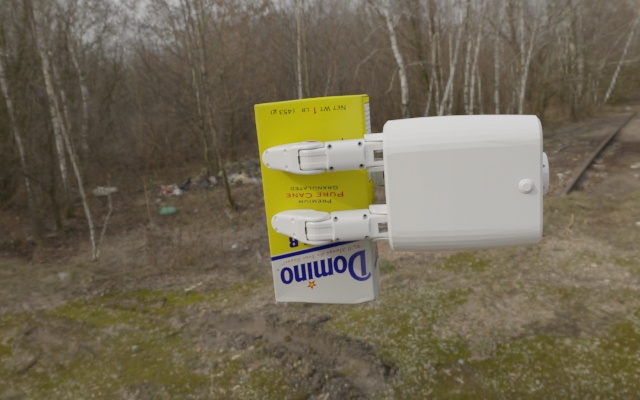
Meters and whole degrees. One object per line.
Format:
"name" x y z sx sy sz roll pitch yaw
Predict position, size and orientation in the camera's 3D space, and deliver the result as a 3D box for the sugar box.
"sugar box" 0.000 0.001 0.415 0.093 0.176 0.048 -3 10 13
